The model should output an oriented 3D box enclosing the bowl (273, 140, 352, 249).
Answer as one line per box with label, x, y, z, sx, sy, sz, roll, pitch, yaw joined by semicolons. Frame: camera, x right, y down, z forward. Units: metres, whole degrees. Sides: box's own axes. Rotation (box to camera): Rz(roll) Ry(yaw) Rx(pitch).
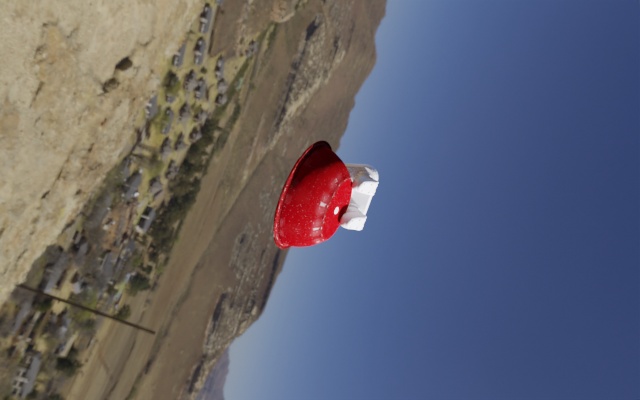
bowl;0.000;0.003;0.656;0.055;0.162;0.162;23;8;19
